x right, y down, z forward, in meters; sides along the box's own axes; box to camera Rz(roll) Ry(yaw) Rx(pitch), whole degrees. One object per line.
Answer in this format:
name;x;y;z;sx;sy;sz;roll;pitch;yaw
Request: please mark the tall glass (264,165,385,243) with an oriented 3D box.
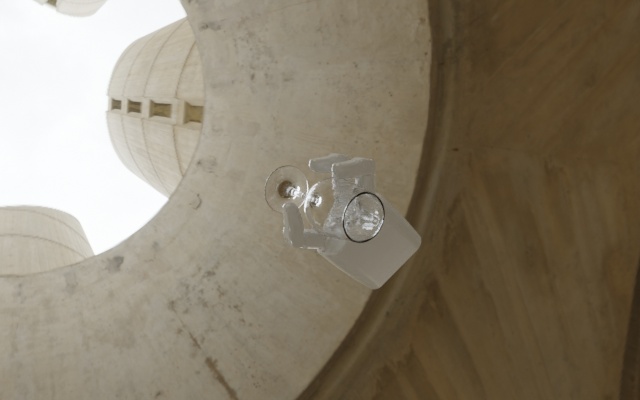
tall glass;0.000;0.002;0.644;0.079;0.079;0.201;0;11;-32
